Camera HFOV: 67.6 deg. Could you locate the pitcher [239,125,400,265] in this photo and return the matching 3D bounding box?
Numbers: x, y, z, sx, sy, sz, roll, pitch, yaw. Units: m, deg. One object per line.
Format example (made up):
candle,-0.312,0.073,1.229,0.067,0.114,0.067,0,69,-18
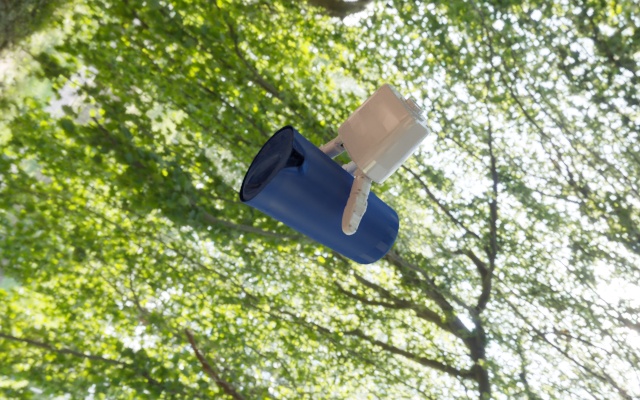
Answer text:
pitcher,0.000,0.002,0.755,0.243,0.145,0.149,34,23,-25
